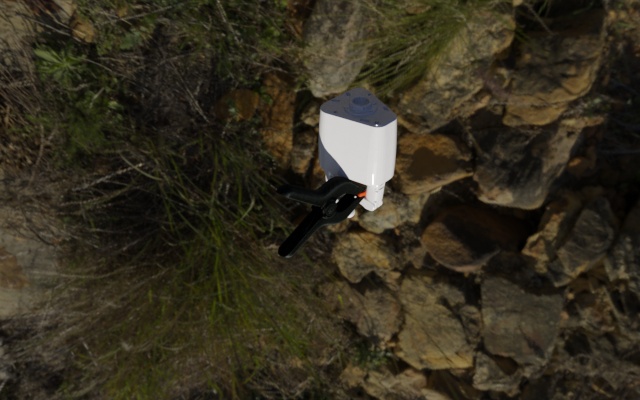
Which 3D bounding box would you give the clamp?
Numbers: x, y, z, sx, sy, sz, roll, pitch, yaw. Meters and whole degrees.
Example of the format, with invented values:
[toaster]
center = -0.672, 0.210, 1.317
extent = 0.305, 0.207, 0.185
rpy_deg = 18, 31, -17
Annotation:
[clamp]
center = 0.001, 0.003, 0.713
extent = 0.171, 0.120, 0.039
rpy_deg = -33, 50, -30
